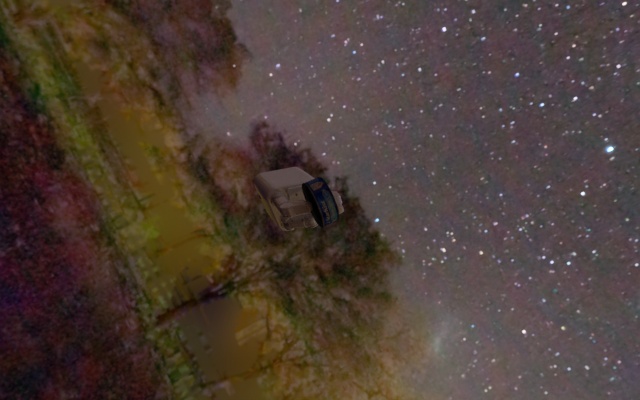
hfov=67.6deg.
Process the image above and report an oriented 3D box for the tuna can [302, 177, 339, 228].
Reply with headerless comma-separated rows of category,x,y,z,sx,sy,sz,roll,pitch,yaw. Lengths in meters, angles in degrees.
tuna can,0.001,0.003,0.842,0.034,0.086,0.086,-24,5,-12
